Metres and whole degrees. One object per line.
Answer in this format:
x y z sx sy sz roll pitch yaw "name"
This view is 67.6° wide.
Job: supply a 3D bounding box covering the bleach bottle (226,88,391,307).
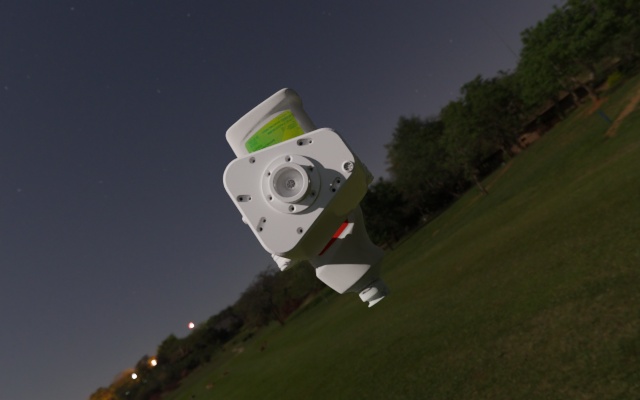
0.000 0.002 0.539 0.102 0.251 0.068 -36 -10 2 "bleach bottle"
